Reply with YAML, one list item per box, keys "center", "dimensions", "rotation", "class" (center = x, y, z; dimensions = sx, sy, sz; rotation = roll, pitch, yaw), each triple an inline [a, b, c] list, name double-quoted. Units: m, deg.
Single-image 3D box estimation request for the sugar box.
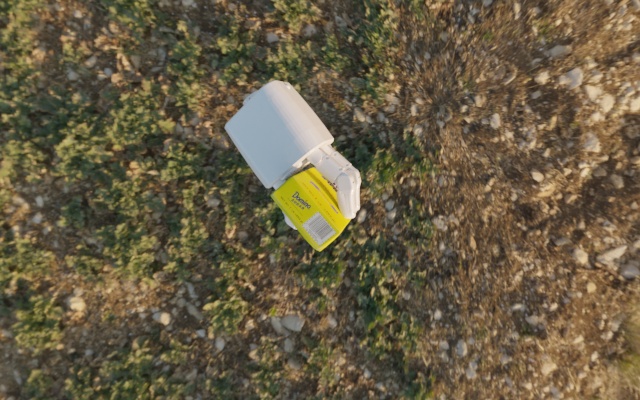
- center: [0.000, 0.002, 0.658]
  dimensions: [0.048, 0.093, 0.176]
  rotation: [-39, 0, 18]
  class: "sugar box"
